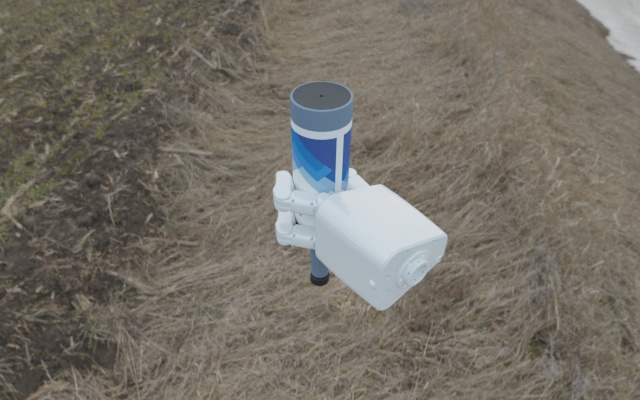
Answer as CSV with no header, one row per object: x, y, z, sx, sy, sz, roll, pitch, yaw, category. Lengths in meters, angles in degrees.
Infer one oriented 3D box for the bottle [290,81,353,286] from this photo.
0.000,0.002,0.595,0.069,0.296,0.069,0,40,0,bottle
